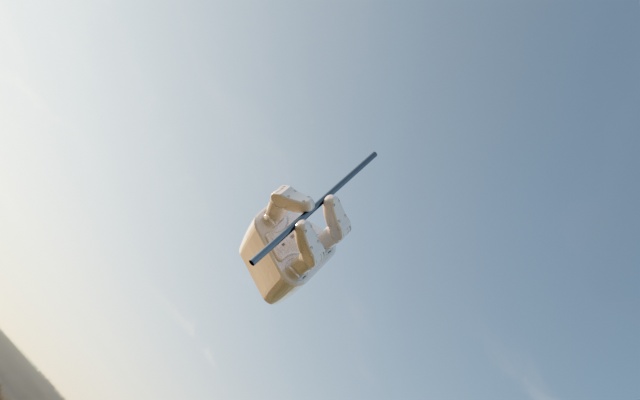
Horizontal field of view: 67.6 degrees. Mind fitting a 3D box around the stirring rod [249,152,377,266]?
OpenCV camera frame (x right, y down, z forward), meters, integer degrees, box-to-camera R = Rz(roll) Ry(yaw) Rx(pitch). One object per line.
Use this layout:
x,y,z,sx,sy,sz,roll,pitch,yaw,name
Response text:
0.000,0.002,0.579,0.011,0.011,0.239,0,33,47,stirring rod
